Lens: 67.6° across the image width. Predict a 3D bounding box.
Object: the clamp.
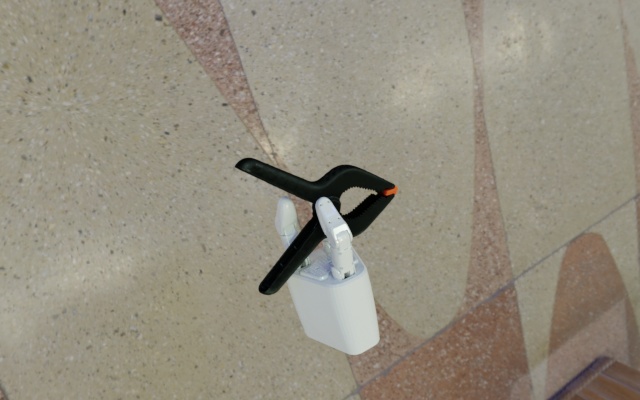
[{"bbox_3d":[0.001,0.002,0.575,0.210,0.165,0.036,-23,23,-23],"label":"clamp"}]
